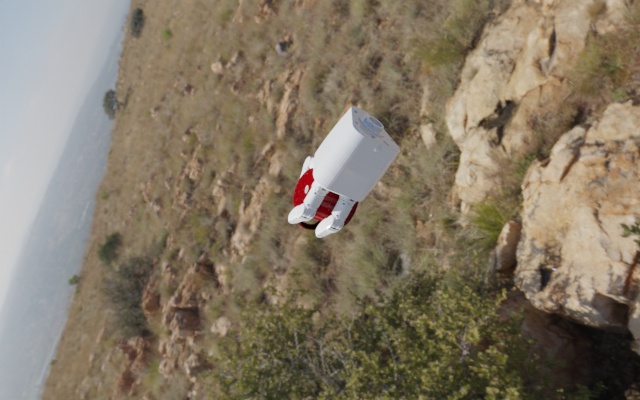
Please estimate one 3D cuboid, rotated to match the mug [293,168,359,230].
[{"bbox_3d":[-0.001,0.004,0.824,0.081,0.117,0.093,21,30,-29],"label":"mug"}]
